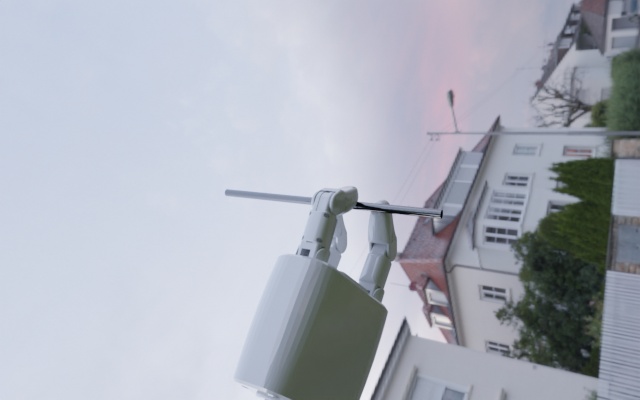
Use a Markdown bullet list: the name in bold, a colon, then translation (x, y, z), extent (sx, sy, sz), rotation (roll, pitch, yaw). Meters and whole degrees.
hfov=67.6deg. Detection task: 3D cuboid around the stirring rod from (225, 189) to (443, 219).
- **stirring rod**: translation (0.000, 0.002, 0.468), extent (0.239, 0.011, 0.011), rotation (6, 3, 30)
